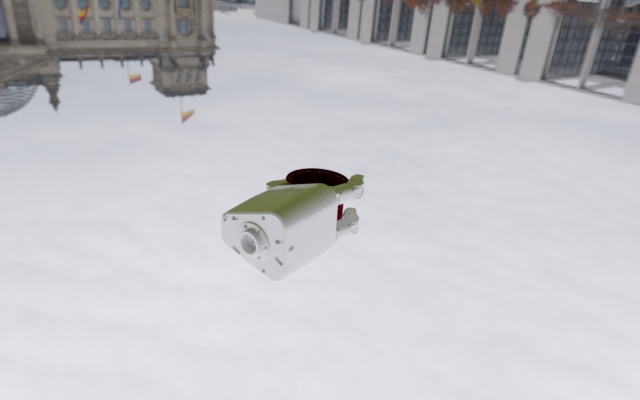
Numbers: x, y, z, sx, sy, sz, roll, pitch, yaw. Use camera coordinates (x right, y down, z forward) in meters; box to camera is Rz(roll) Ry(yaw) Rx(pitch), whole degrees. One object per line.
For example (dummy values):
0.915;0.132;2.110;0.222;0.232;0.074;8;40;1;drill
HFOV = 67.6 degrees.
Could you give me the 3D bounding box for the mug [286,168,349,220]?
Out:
0.001;0.002;0.714;0.093;0.081;0.117;20;28;31;mug
